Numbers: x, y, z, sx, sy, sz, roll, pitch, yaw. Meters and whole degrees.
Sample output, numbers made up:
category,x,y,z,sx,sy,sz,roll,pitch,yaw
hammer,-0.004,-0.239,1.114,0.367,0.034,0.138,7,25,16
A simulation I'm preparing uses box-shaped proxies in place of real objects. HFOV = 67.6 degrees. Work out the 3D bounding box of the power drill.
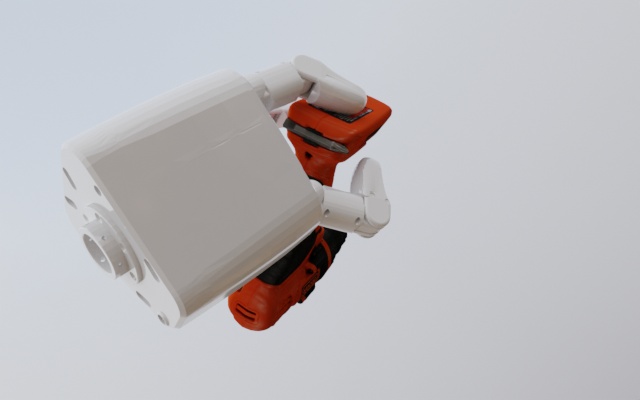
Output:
category,x,y,z,sx,sy,sz,roll,pitch,yaw
power drill,0.000,0.001,0.414,0.057,0.188,0.184,25,28,14
